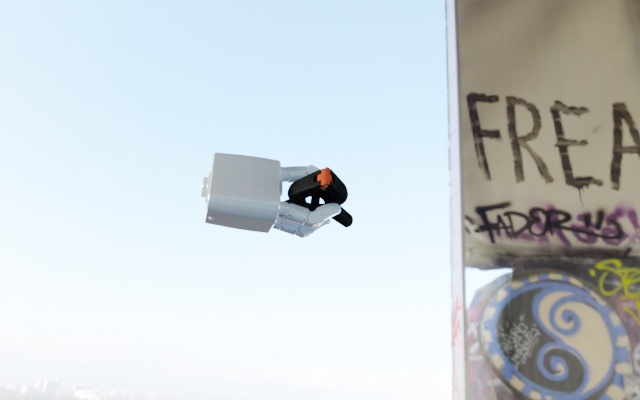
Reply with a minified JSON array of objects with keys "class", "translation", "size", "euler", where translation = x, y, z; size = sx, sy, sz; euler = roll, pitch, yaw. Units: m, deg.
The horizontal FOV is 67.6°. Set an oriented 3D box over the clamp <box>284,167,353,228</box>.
[{"class":"clamp","translation":[0.000,0.002,0.780],"size":[0.164,0.036,0.210],"euler":[5,-22,-15]}]
